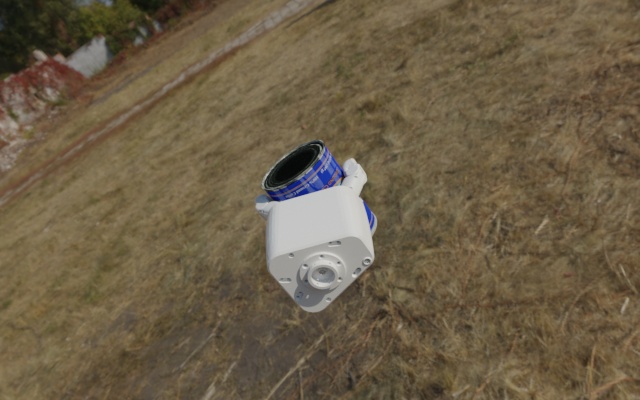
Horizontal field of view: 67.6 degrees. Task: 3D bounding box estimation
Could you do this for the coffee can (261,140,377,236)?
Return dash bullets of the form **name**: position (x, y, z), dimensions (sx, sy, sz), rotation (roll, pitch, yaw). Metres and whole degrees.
- **coffee can**: position (0.000, 0.002, 0.666), dimensions (0.103, 0.140, 0.102), rotation (-29, 26, 16)
